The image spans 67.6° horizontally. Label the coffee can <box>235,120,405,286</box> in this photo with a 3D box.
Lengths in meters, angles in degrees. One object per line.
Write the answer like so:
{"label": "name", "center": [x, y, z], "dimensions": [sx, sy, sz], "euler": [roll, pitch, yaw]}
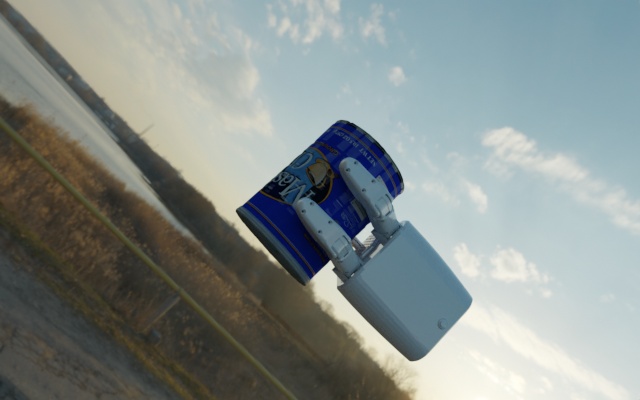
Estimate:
{"label": "coffee can", "center": [0.000, 0.002, 0.487], "dimensions": [0.140, 0.103, 0.103], "euler": [-43, 11, -12]}
